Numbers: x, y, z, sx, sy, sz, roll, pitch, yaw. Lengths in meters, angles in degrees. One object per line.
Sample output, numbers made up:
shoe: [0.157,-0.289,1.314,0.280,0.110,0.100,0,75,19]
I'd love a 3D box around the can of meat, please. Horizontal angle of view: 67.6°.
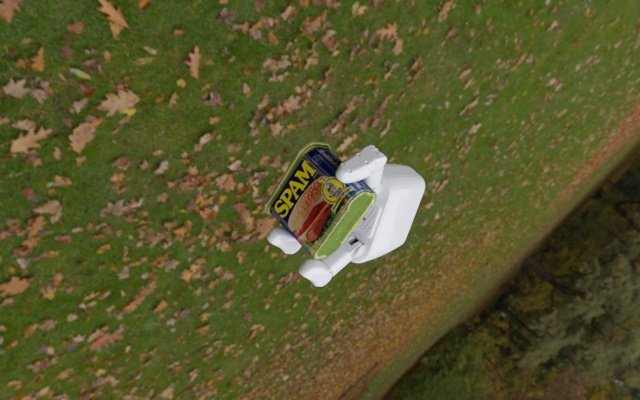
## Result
can of meat: [0.000,0.002,0.523,0.084,0.102,0.057,45,24,23]
